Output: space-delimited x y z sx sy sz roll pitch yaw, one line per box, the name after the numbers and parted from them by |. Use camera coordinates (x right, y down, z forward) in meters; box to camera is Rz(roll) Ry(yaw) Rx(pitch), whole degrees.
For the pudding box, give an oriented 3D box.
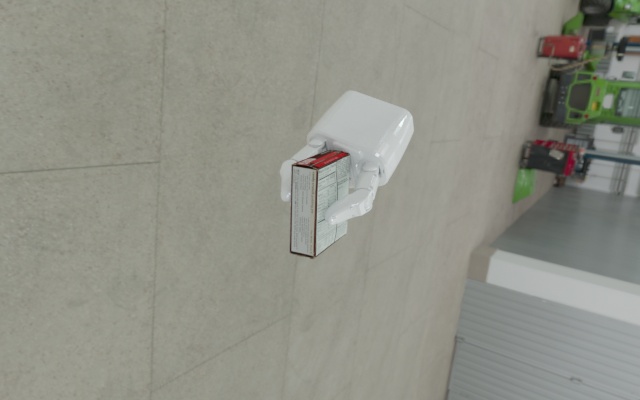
0.000 0.002 0.577 0.039 0.113 0.090 10 20 27 | pudding box
